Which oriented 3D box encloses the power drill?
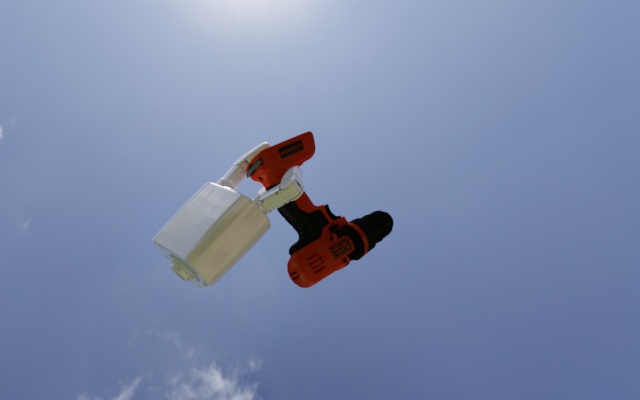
[{"bbox_3d":[0.000,0.002,0.650,0.184,0.187,0.057,-27,-7,-38],"label":"power drill"}]
